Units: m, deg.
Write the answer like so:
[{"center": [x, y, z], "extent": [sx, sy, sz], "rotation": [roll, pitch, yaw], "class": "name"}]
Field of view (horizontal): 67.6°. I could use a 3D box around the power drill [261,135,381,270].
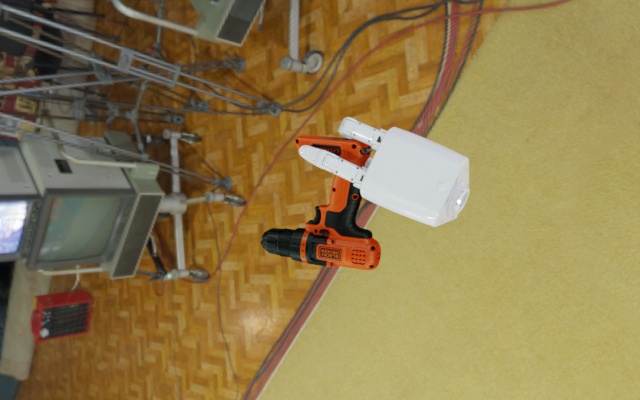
[{"center": [0.000, 0.002, 0.687], "extent": [0.184, 0.188, 0.057], "rotation": [6, 13, 19], "class": "power drill"}]
